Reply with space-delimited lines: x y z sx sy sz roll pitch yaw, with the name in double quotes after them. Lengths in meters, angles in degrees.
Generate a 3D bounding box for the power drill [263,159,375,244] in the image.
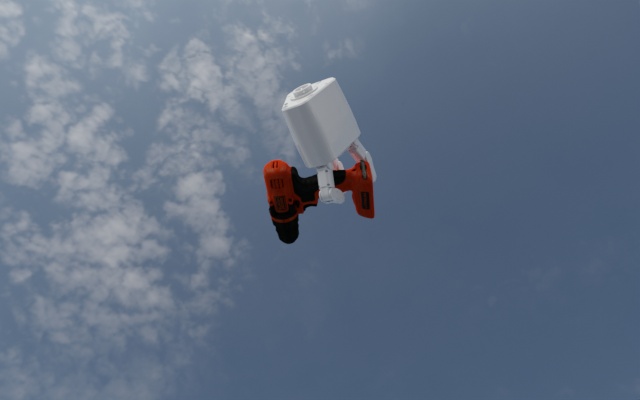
0.001 0.002 0.847 0.187 0.185 0.057 -7 43 1 "power drill"
